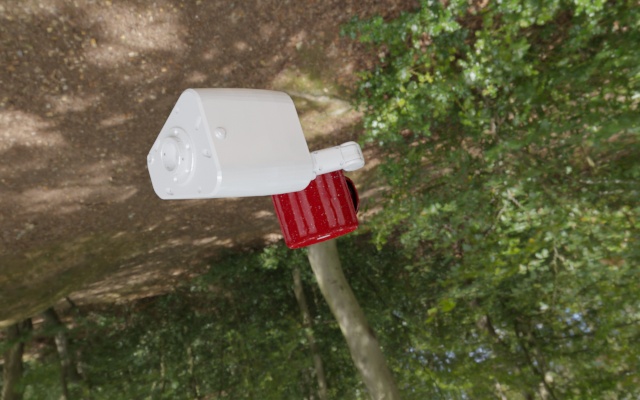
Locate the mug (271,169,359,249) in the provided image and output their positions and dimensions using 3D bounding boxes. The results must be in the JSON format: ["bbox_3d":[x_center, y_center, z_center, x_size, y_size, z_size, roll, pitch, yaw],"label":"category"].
[{"bbox_3d":[0.001,0.002,0.527,0.093,0.081,0.117,-25,-12,42],"label":"mug"}]
